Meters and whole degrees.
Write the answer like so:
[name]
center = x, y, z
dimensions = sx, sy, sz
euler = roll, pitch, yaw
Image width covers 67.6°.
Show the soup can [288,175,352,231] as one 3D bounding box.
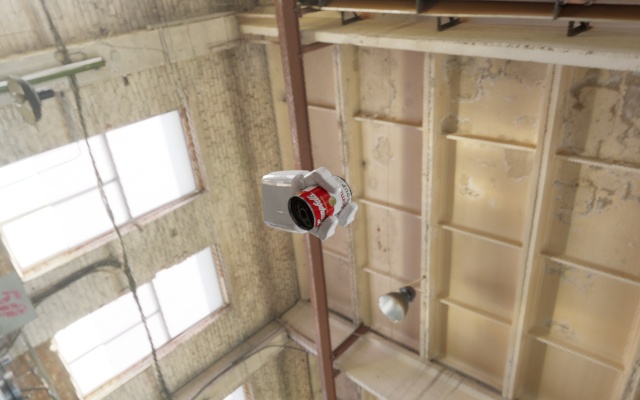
[soup can]
center = 0.001, 0.003, 0.867
dimensions = 0.102, 0.068, 0.068
euler = -30, 19, -37
